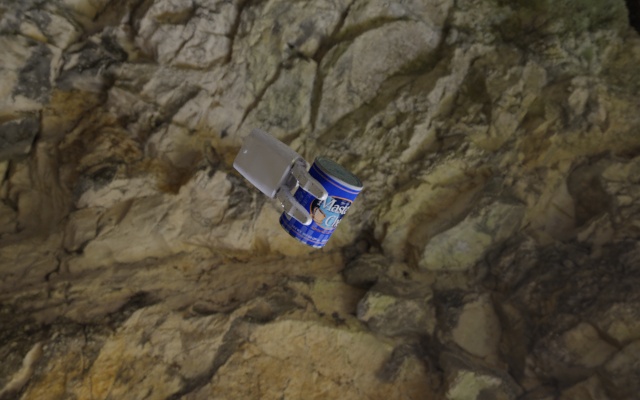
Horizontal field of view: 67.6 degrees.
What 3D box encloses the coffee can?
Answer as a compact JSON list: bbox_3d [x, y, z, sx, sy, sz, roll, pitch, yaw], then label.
[{"bbox_3d":[0.000,0.003,0.896,0.103,0.140,0.102,29,17,-10],"label":"coffee can"}]
